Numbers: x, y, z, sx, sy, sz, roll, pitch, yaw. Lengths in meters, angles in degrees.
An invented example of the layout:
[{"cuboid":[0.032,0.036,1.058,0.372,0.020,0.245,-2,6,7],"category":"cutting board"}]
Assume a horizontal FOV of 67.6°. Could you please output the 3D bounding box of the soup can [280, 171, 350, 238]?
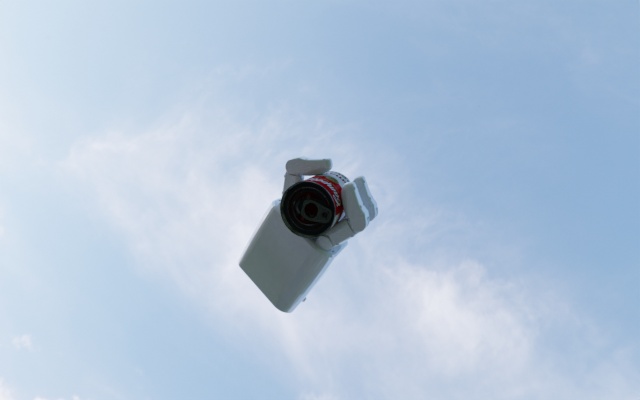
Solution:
[{"cuboid":[0.000,0.001,0.597,0.068,0.068,0.102,0,11,18],"category":"soup can"}]
